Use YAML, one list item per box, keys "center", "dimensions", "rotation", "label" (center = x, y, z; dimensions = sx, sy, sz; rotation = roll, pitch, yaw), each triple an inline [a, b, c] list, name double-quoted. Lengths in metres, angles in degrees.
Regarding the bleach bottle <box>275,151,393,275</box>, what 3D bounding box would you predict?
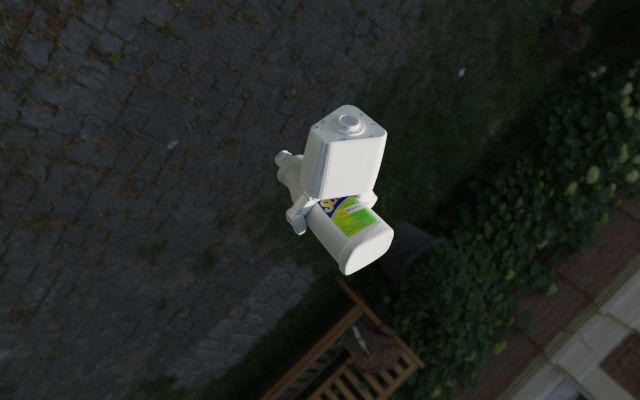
- center: [0.000, 0.003, 0.784]
  dimensions: [0.102, 0.068, 0.250]
  rotation: [-24, 54, -31]
  label: "bleach bottle"
